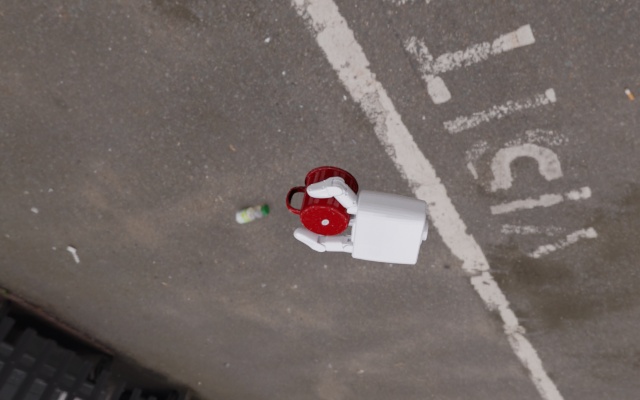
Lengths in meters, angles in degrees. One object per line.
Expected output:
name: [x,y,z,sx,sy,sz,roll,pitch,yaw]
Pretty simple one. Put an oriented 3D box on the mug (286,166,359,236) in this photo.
mug: [-0.001,0.003,0.789,0.117,0.081,0.093,7,-39,7]
